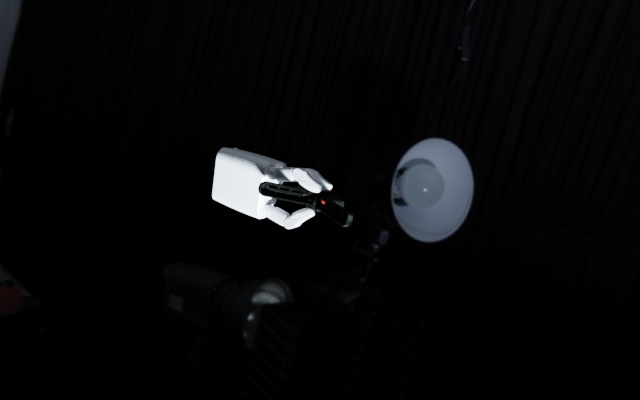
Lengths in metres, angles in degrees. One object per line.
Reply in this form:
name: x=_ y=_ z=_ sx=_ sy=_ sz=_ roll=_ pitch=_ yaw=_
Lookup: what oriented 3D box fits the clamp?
clamp: x=0.000 y=0.003 z=0.859 sx=0.164 sy=0.036 sz=0.210 roll=23 pitch=8 yaw=16
